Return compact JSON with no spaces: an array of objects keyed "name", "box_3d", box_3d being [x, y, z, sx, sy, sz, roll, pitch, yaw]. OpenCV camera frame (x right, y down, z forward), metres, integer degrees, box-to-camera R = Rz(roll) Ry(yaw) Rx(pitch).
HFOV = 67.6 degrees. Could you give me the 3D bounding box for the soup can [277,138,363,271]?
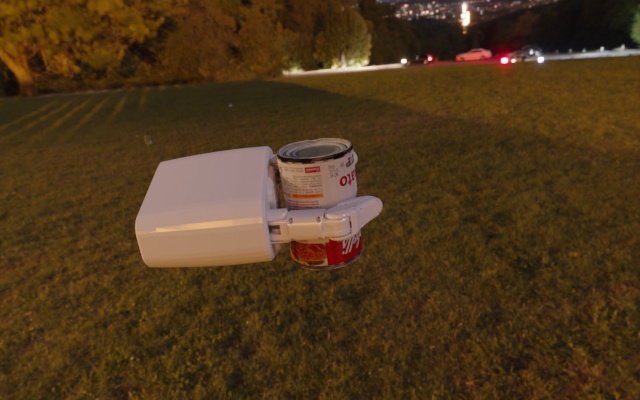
[{"name":"soup can","box_3d":[0.001,0.001,0.428,0.068,0.102,0.068,-6,21,2]}]
